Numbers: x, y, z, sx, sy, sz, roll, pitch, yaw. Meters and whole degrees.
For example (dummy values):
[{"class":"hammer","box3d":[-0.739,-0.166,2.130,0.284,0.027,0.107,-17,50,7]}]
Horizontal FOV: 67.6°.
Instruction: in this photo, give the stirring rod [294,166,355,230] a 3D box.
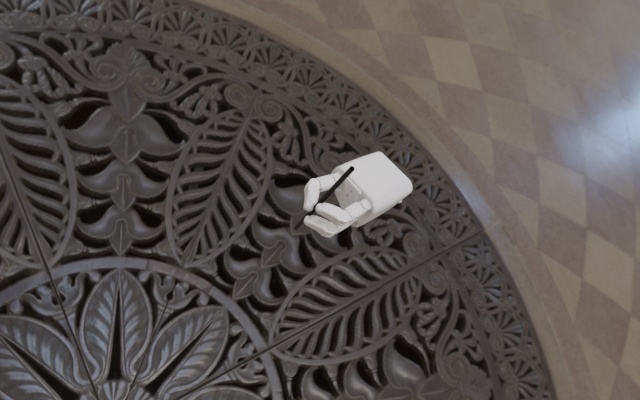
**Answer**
[{"class":"stirring rod","box3d":[0.000,0.003,0.794,0.011,0.011,0.240,0,-24,-25]}]
